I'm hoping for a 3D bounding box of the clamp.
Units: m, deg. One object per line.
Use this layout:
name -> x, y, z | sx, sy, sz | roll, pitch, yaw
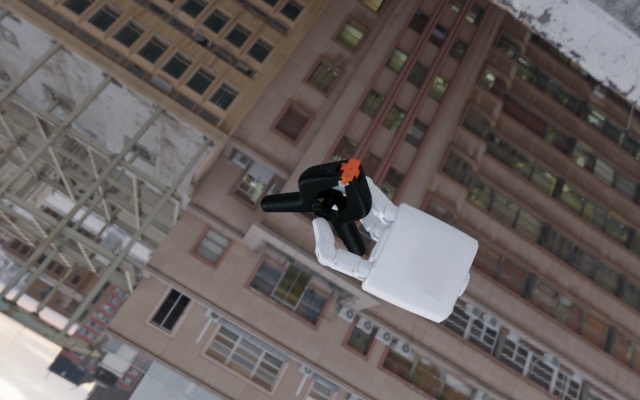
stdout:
clamp -> 0.000, 0.003, 0.610 | 0.164, 0.036, 0.210 | 23, -26, 4
